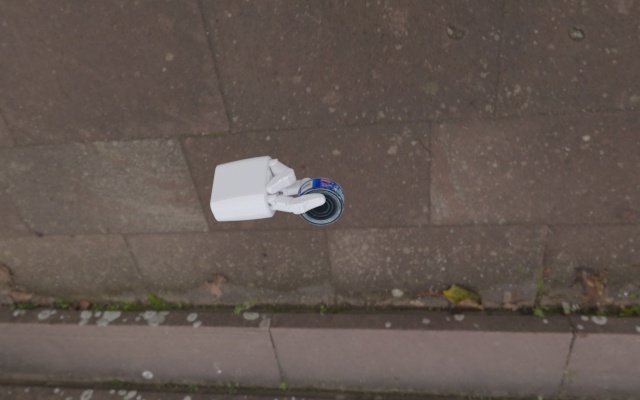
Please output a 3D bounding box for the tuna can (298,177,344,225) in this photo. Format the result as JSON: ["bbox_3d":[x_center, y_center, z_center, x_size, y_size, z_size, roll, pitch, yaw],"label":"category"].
[{"bbox_3d":[0.000,0.003,0.861,0.086,0.086,0.033,0,36,2],"label":"tuna can"}]
